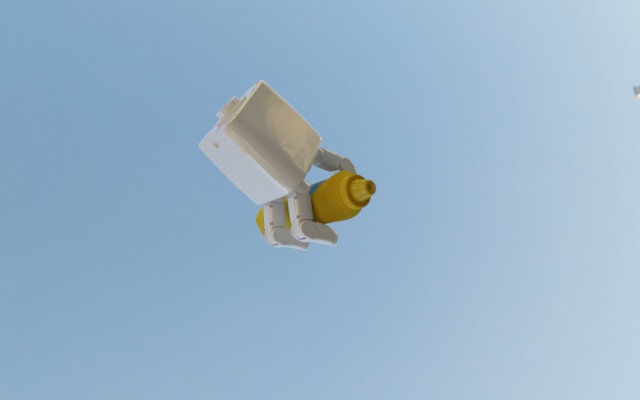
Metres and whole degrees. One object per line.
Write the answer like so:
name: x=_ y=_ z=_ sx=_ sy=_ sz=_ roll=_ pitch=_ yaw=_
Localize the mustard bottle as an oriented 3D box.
mustard bottle: x=0.000 y=0.002 z=0.616 sx=0.096 sy=0.058 sz=0.191 roll=-30 pitch=8 yaw=-38
